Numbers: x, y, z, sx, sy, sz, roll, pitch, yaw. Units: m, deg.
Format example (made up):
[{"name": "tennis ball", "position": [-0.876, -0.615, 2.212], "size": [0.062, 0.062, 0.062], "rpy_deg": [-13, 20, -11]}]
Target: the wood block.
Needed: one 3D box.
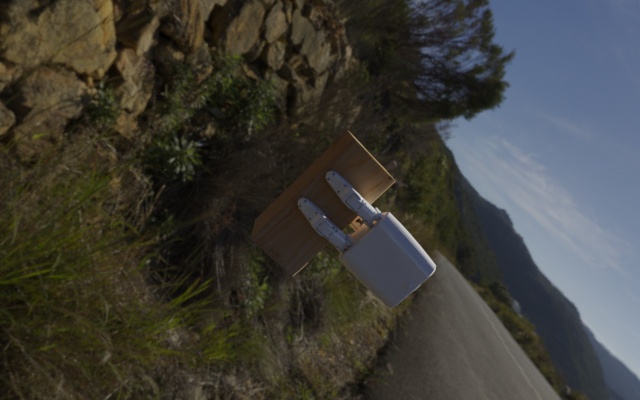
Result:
[{"name": "wood block", "position": [0.000, 0.002, 0.719], "size": [0.206, 0.090, 0.090], "rpy_deg": [-44, 13, 9]}]
